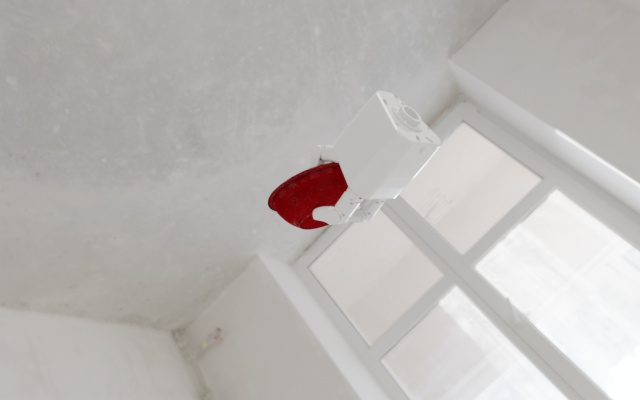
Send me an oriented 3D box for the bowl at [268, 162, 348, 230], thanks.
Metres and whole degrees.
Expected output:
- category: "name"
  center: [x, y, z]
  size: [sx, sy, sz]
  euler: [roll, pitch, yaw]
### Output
- category: "bowl"
  center: [0.000, 0.004, 0.763]
  size: [0.162, 0.055, 0.162]
  euler: [-19, -20, -7]
